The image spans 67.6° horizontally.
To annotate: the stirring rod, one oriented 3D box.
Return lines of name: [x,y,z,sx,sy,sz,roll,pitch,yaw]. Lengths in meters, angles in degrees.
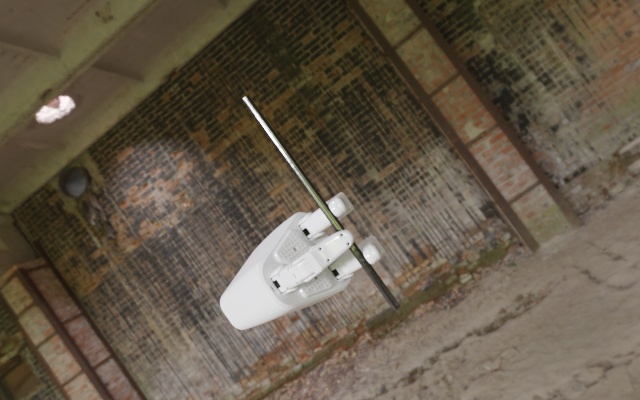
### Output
stirring rod: [0.000,0.002,0.443,0.011,0.239,0.011,-36,-2,-2]
